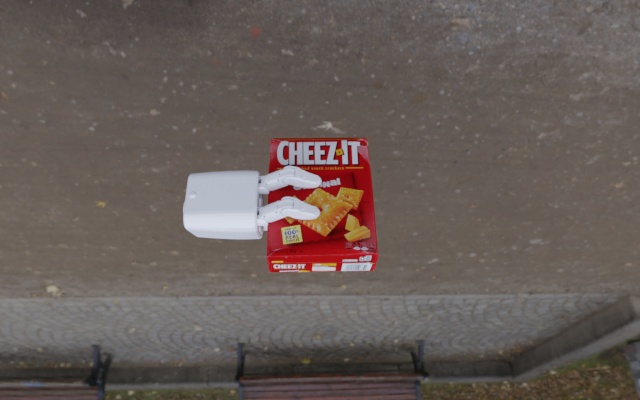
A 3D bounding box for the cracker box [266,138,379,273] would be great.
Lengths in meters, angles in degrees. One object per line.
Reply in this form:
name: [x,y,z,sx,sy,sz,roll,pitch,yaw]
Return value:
cracker box: [0.000,0.003,0.752,0.164,0.213,0.072,0,-29,-2]
